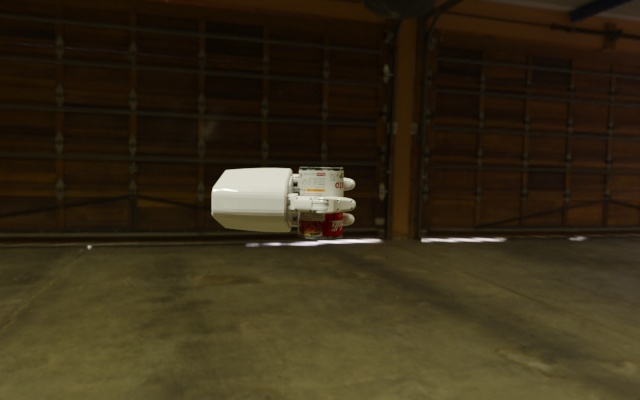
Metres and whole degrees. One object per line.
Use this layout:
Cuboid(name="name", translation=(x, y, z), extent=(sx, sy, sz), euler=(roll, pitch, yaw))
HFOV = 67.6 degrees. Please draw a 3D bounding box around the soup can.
Cuboid(name="soup can", translation=(0.001, 0.002, 0.705), extent=(0.068, 0.102, 0.068), euler=(1, 4, 0))
